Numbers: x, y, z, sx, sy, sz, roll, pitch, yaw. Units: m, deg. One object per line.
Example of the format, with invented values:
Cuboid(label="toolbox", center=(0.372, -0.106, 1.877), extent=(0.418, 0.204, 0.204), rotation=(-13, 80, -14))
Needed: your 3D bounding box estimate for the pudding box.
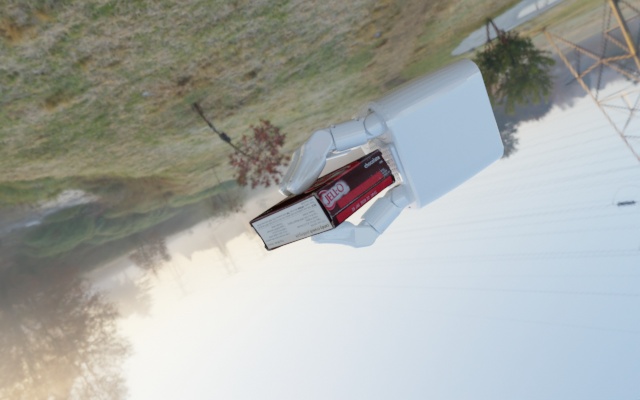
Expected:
Cuboid(label="pudding box", center=(0.000, 0.002, 0.436), extent=(0.090, 0.039, 0.113), rotation=(-34, 5, -39))
